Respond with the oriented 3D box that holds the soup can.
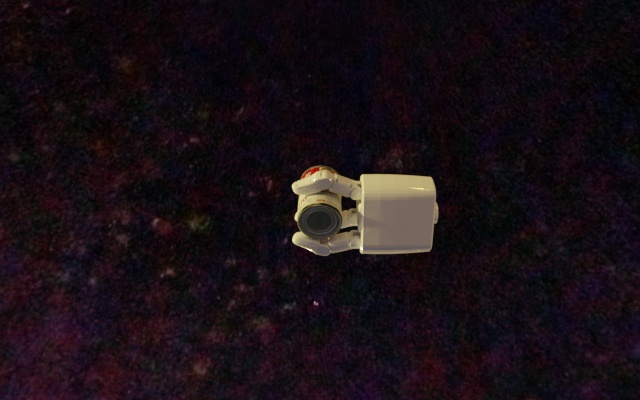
[{"bbox_3d":[0.000,0.002,0.728,0.068,0.069,0.102,0,36,1],"label":"soup can"}]
